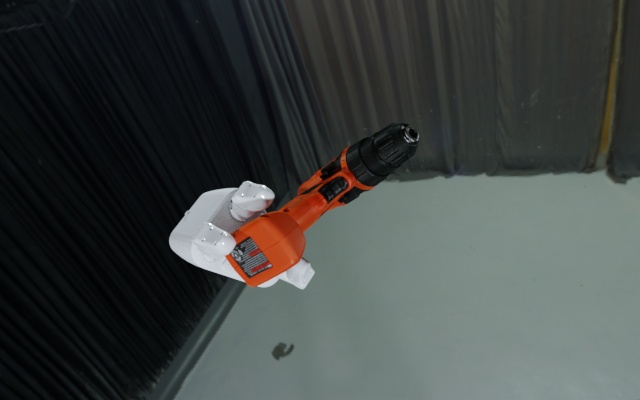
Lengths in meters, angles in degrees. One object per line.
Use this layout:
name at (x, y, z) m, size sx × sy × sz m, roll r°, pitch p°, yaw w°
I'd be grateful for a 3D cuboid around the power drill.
power drill at (0.000, 0.002, 0.485) m, size 0.187 × 0.057 × 0.184 m, roll -39°, pitch 2°, yaw -42°
